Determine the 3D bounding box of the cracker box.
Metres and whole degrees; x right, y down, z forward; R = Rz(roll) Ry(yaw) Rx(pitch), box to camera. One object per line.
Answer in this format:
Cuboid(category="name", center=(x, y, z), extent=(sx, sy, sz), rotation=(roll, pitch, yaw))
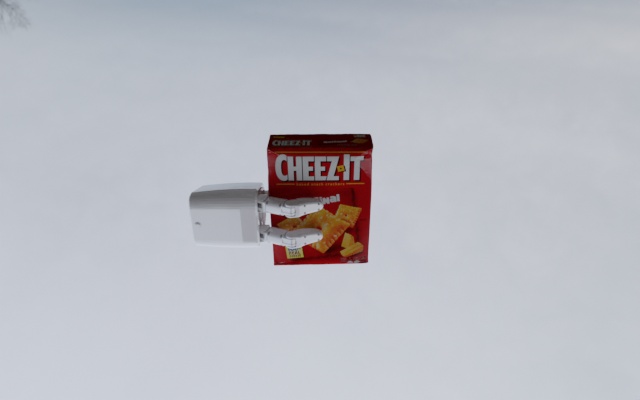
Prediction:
Cuboid(category="cracker box", center=(0.000, 0.003, 0.783), extent=(0.164, 0.214, 0.072), rotation=(-1, 27, 0))
